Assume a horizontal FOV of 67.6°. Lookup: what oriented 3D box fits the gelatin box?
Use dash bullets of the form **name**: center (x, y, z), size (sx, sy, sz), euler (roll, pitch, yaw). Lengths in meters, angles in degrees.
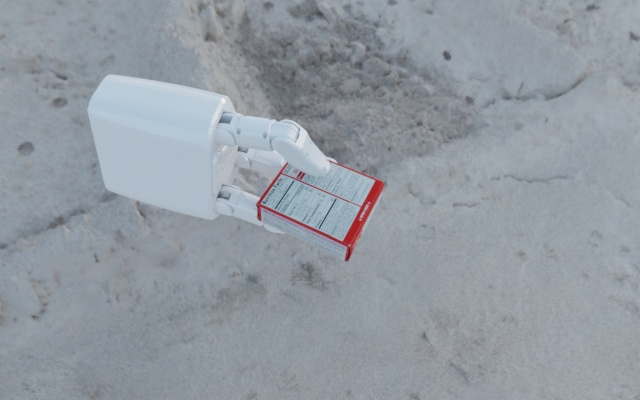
- **gelatin box**: center (0.000, 0.001, 0.413), size (0.089, 0.073, 0.030), euler (23, -33, 13)
